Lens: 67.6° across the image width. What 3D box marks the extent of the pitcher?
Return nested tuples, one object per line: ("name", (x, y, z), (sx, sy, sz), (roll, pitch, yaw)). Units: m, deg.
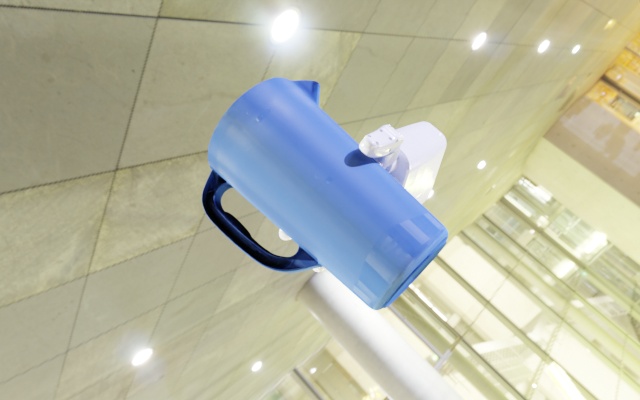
("pitcher", (0.000, 0.002, 0.497), (0.242, 0.149, 0.145), (43, 42, 17))
